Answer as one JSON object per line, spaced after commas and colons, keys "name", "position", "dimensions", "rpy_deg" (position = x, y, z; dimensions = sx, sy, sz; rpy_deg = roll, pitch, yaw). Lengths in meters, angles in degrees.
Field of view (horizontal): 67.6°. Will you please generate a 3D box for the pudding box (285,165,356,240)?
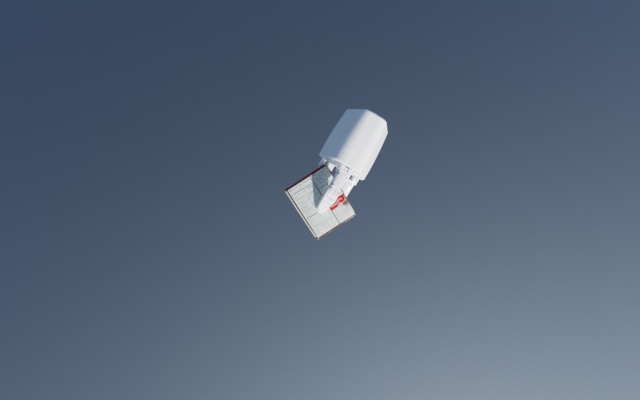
{"name": "pudding box", "position": [0.000, 0.003, 0.892], "dimensions": [0.090, 0.113, 0.039], "rpy_deg": [-33, 4, -5]}
